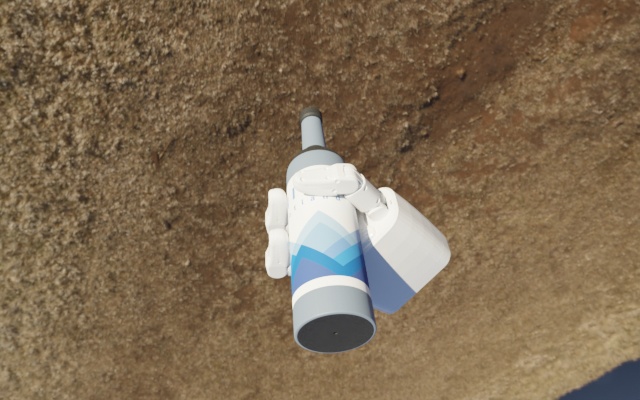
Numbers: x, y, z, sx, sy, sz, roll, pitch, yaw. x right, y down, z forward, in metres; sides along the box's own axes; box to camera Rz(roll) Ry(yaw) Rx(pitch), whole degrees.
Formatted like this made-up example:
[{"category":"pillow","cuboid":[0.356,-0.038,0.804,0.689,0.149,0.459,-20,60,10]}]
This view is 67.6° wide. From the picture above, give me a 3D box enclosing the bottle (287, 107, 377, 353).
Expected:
[{"category":"bottle","cuboid":[0.000,0.002,0.482,0.069,0.295,0.069,-3,-44,-3]}]
